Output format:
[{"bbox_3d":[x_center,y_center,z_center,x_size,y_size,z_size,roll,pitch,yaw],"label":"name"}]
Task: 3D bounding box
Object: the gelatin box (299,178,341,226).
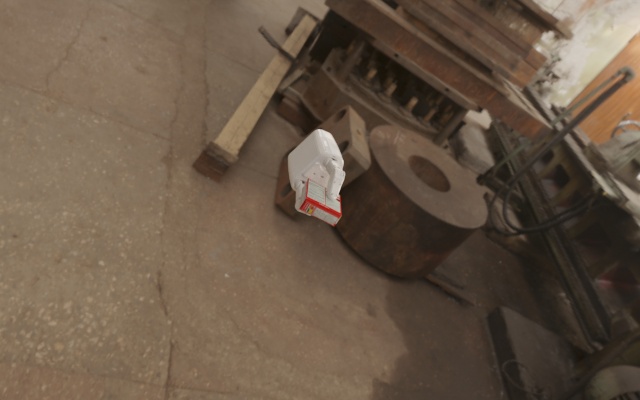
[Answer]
[{"bbox_3d":[0.000,0.003,0.890,0.073,0.030,0.089,27,24,-12],"label":"gelatin box"}]
